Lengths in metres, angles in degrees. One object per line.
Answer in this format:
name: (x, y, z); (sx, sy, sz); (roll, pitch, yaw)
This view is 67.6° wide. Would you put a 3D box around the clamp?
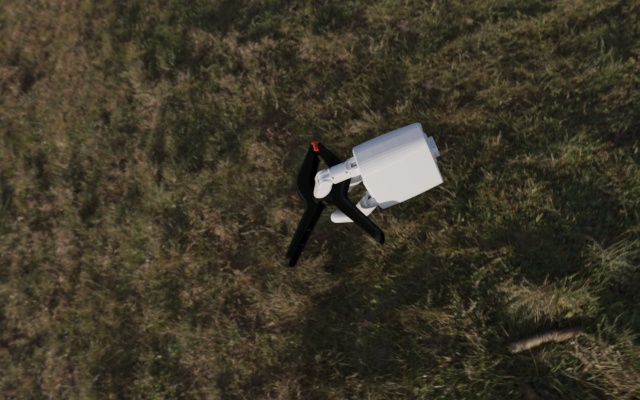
clamp: (0.000, 0.002, 0.781); (0.164, 0.210, 0.036); (-22, -26, 13)
